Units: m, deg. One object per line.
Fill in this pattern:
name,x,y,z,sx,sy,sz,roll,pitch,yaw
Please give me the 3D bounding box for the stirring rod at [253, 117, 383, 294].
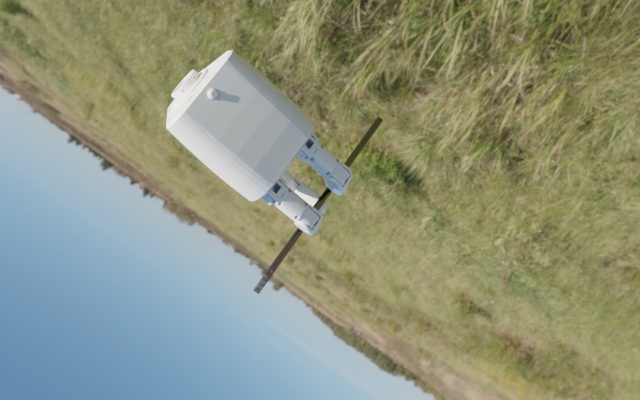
stirring rod,0.000,0.002,0.531,0.011,0.239,0.011,34,-11,7
